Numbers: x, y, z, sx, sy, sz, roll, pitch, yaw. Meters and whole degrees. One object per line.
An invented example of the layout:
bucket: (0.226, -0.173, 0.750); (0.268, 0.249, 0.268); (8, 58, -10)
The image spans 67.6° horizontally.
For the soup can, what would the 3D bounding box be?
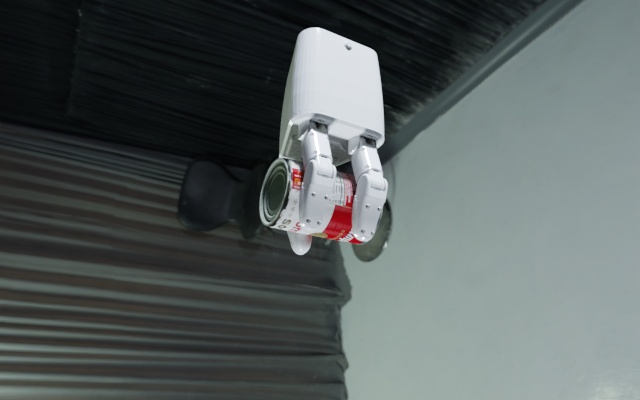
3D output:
soup can: (0.000, 0.002, 0.464); (0.102, 0.068, 0.068); (13, -6, -27)
